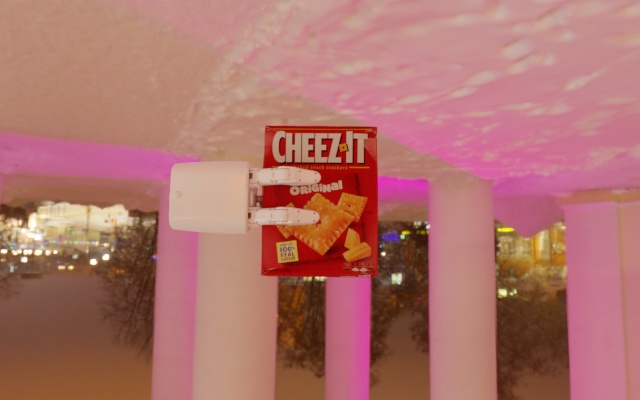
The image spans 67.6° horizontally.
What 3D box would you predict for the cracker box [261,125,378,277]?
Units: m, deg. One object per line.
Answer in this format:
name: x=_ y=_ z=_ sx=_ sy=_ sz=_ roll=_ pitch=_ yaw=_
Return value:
cracker box: x=0.000 y=0.002 z=0.689 sx=0.164 sy=0.213 sz=0.072 roll=1 pitch=-7 yaw=0
